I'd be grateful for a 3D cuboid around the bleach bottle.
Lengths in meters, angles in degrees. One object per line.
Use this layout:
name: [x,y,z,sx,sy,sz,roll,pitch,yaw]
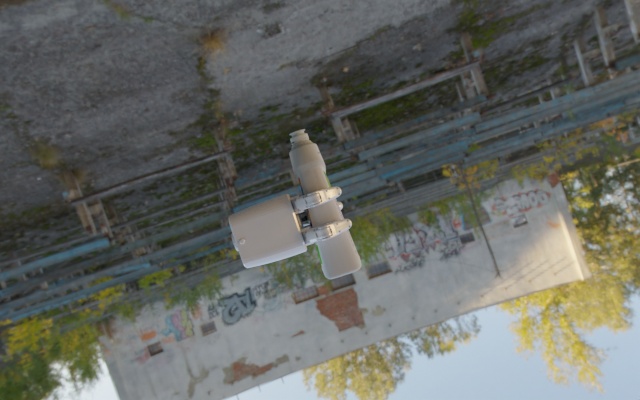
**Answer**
bleach bottle: [0.000,0.003,0.818,0.068,0.251,0.102,-18,1,0]
